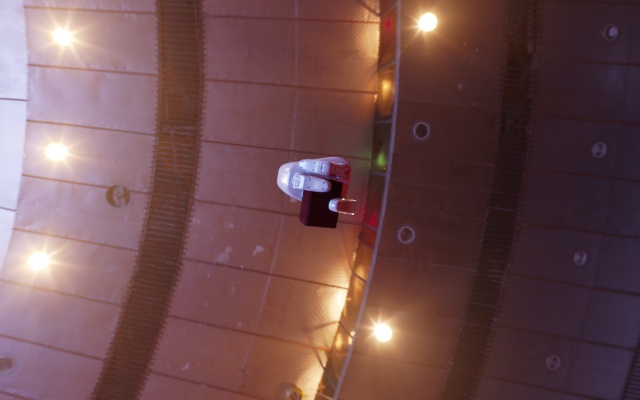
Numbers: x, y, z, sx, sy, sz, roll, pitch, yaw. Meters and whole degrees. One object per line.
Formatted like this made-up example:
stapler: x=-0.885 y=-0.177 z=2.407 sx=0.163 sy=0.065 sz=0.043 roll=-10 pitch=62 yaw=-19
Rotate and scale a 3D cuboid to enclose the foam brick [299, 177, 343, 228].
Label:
foam brick: x=0.000 y=0.003 z=0.778 sx=0.053 sy=0.078 sz=0.051 roll=8 pitch=4 yaw=-17
